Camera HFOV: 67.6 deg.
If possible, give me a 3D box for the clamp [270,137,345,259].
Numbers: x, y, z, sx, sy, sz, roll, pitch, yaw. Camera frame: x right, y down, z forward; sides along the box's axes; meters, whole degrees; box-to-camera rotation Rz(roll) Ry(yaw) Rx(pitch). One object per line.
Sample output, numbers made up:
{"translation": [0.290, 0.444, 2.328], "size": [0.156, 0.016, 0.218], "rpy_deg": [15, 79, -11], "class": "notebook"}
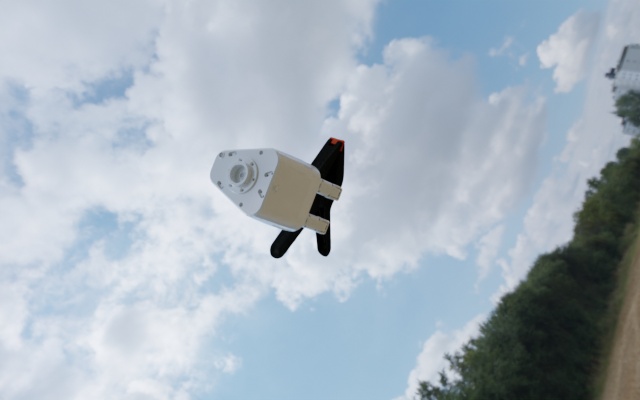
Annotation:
{"translation": [0.000, 0.002, 0.785], "size": [0.036, 0.210, 0.164], "rpy_deg": [20, -2, 28], "class": "clamp"}
